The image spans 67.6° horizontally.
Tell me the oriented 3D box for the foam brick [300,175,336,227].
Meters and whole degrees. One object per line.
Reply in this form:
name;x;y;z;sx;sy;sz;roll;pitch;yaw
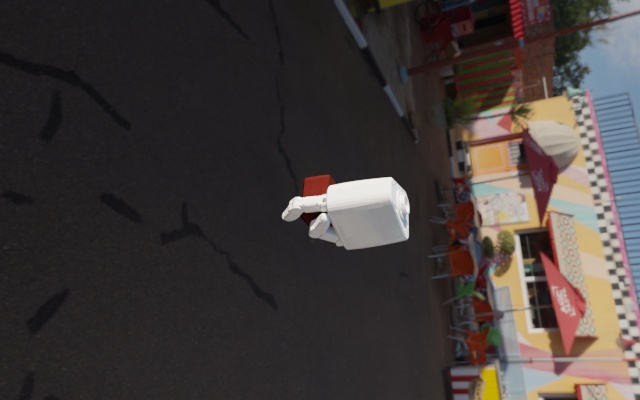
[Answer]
foam brick;0.000;0.002;0.827;0.051;0.078;0.053;-10;-35;23
